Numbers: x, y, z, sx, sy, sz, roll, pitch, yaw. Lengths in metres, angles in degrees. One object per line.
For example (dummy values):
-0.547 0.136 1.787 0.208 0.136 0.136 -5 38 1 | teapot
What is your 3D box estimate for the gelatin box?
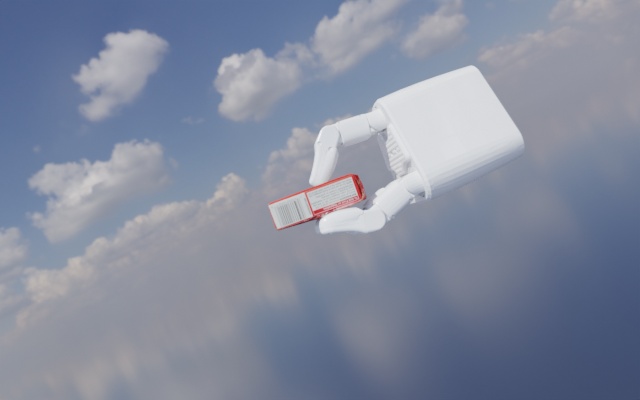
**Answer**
0.000 0.001 0.475 0.089 0.030 0.073 -20 -1 7 | gelatin box
